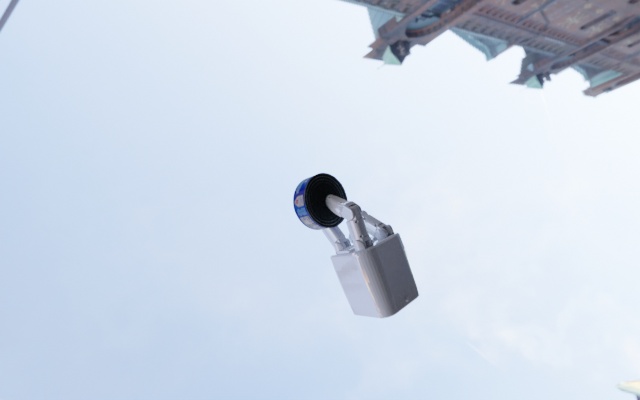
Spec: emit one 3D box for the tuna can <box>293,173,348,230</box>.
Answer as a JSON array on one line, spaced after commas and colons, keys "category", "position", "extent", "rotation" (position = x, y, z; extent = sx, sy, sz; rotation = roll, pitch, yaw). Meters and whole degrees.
[{"category": "tuna can", "position": [0.000, 0.002, 0.740], "extent": [0.086, 0.086, 0.034], "rotation": [0, -10, -40]}]
